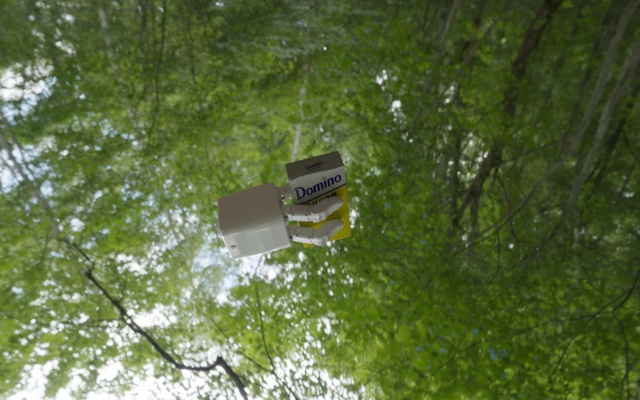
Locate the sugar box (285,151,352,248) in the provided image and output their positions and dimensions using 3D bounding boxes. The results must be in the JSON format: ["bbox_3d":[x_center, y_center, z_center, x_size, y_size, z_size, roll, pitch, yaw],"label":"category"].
[{"bbox_3d":[0.000,0.003,0.822,0.093,0.048,0.176,-15,-42,-5],"label":"sugar box"}]
